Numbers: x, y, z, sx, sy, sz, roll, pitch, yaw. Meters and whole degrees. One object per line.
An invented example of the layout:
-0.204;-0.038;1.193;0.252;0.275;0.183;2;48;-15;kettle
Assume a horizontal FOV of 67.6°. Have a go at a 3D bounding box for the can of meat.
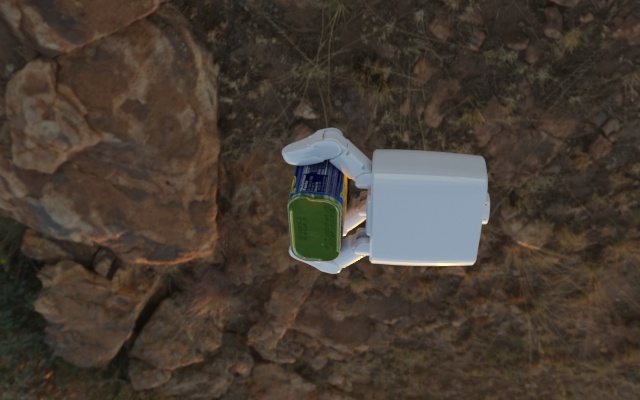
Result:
0.000;0.002;0.489;0.057;0.083;0.102;4;-44;6;can of meat
